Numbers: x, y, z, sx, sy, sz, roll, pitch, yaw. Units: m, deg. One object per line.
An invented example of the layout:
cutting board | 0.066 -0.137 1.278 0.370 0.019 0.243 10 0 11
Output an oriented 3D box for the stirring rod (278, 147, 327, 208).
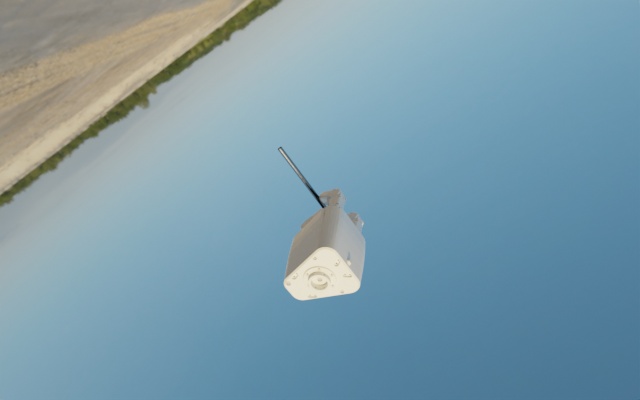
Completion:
stirring rod | 0.000 0.003 0.828 0.011 0.240 0.011 -31 23 15
